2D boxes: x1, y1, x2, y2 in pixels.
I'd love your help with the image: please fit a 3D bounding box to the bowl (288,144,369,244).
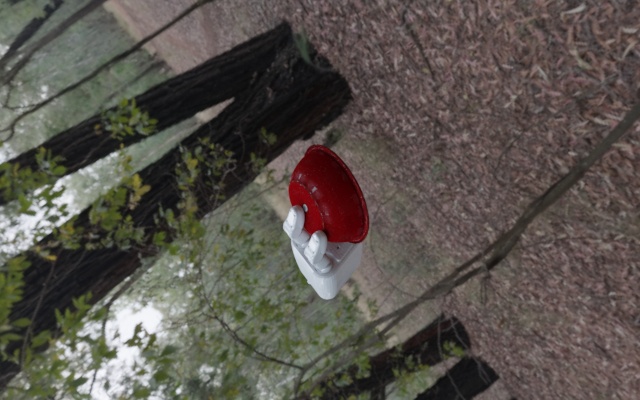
[{"bbox_3d":[0.000,0.001,0.700,0.055,0.162,0.162,-27,12,-24],"label":"bowl"}]
